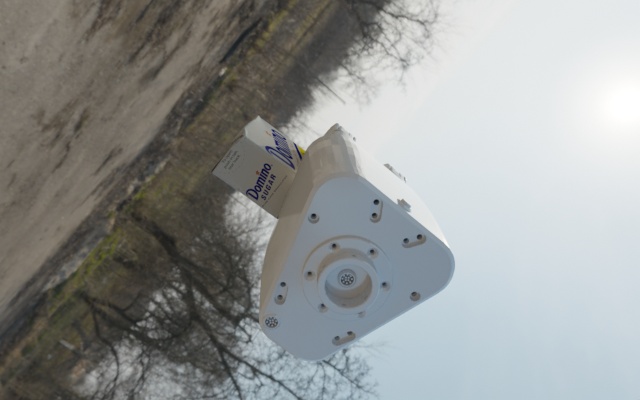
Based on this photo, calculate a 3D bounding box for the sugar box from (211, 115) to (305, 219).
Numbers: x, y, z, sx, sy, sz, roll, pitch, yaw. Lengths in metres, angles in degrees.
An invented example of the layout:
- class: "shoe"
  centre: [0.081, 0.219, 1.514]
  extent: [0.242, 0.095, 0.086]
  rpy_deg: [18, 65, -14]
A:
- class: "sugar box"
  centre: [0.000, 0.001, 0.405]
  extent: [0.176, 0.048, 0.093]
  rpy_deg: [38, 15, -11]
